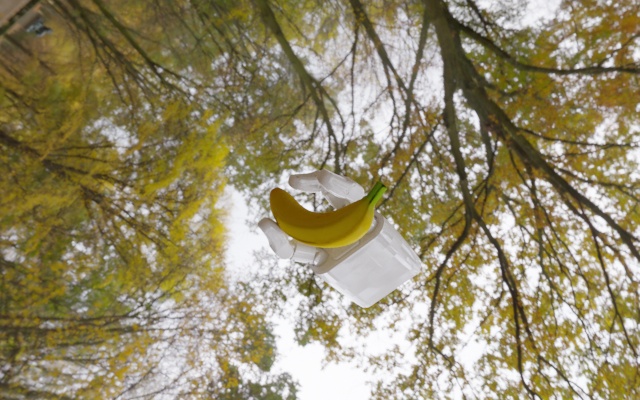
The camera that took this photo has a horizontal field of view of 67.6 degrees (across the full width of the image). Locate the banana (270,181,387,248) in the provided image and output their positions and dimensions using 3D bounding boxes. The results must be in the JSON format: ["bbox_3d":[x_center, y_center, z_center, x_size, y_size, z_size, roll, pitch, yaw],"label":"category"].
[{"bbox_3d":[-0.005,0.018,0.530,0.037,0.069,0.198,39,-23,-33],"label":"banana"}]
